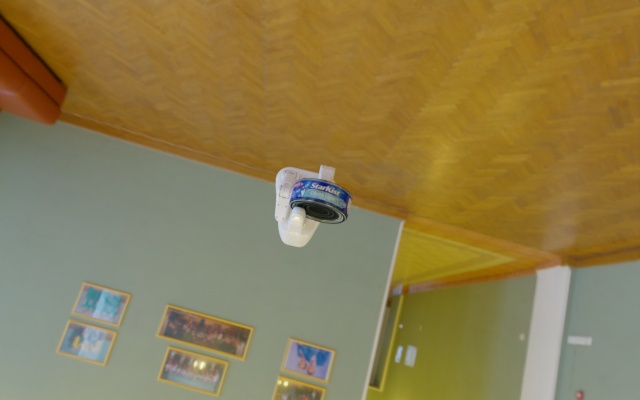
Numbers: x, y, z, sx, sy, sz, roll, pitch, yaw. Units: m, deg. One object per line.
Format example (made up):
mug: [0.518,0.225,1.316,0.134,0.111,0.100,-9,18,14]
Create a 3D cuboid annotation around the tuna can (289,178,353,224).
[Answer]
tuna can: [0.000,0.003,0.673,0.086,0.033,0.086,14,-20,5]
